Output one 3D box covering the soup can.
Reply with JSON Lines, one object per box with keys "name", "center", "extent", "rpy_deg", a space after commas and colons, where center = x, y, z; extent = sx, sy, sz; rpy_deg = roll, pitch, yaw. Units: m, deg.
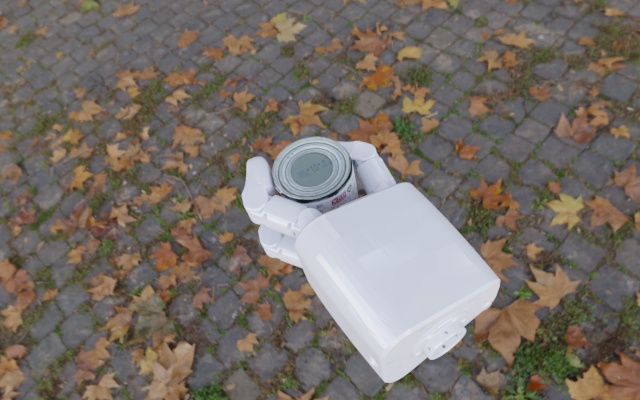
{"name": "soup can", "center": [0.000, 0.001, 0.424], "extent": [0.068, 0.068, 0.102], "rpy_deg": [0, -34, 11]}
